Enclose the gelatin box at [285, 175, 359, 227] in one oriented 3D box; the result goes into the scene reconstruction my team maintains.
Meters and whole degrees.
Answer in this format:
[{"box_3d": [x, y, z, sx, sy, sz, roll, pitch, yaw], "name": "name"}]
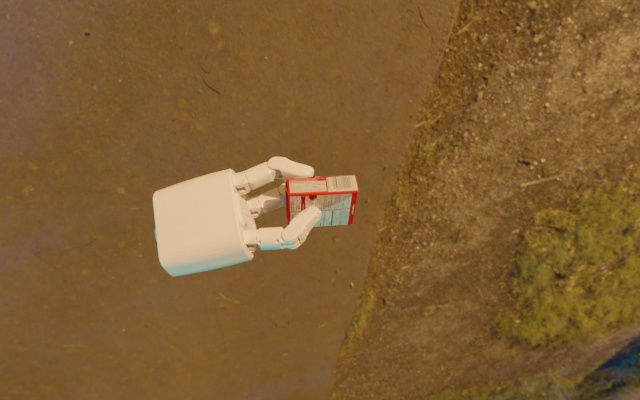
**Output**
[{"box_3d": [0.000, 0.002, 0.607, 0.089, 0.030, 0.073, -3, -37, -5], "name": "gelatin box"}]
